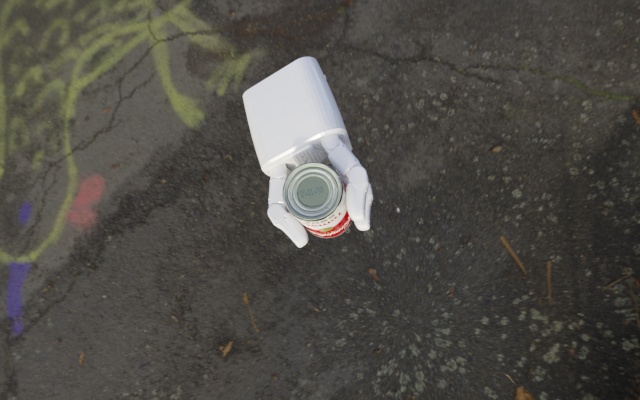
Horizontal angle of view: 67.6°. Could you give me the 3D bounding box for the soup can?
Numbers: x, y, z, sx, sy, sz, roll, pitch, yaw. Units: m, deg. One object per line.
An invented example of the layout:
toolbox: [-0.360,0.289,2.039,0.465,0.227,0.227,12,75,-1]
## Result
soup can: [0.000,0.002,0.555,0.068,0.068,0.102,0,-14,10]
